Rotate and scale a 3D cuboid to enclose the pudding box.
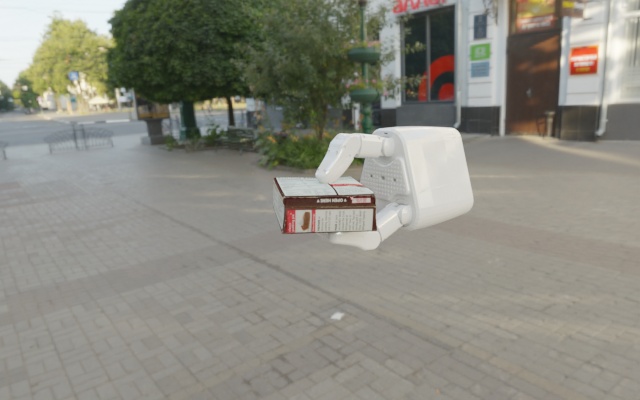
[{"bbox_3d":[0.000,0.001,0.482,0.090,0.039,0.113,-2,11,-9],"label":"pudding box"}]
